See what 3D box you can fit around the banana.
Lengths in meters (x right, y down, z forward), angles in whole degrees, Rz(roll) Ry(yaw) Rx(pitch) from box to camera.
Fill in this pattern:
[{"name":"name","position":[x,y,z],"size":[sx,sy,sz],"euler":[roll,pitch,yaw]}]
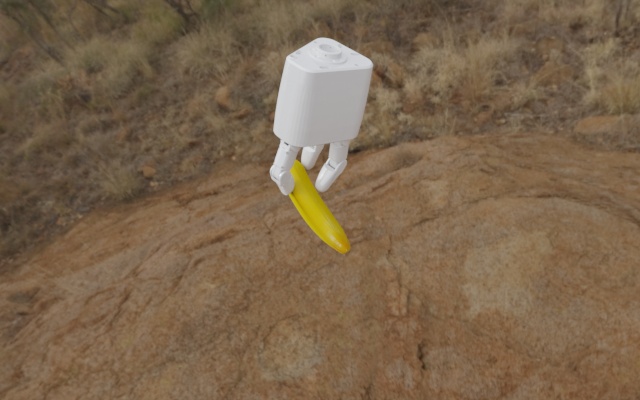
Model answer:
[{"name":"banana","position":[-0.014,-0.004,0.707],"size":[0.070,0.037,0.197],"euler":[19,32,-41]}]
